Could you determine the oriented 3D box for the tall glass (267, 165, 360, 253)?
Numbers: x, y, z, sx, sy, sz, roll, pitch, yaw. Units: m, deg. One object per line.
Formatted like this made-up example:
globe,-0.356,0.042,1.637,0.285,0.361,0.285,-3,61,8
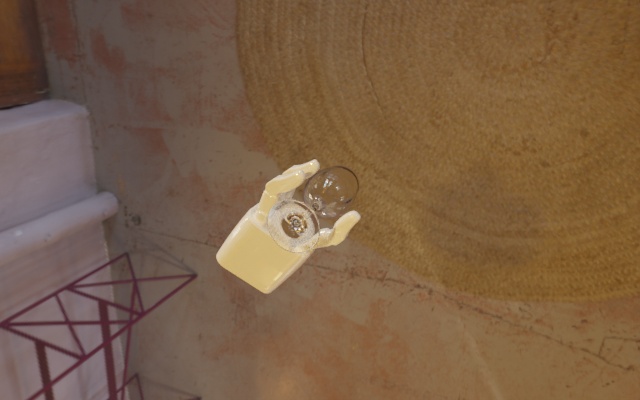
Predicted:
tall glass,0.000,0.002,0.695,0.079,0.079,0.201,0,18,22
